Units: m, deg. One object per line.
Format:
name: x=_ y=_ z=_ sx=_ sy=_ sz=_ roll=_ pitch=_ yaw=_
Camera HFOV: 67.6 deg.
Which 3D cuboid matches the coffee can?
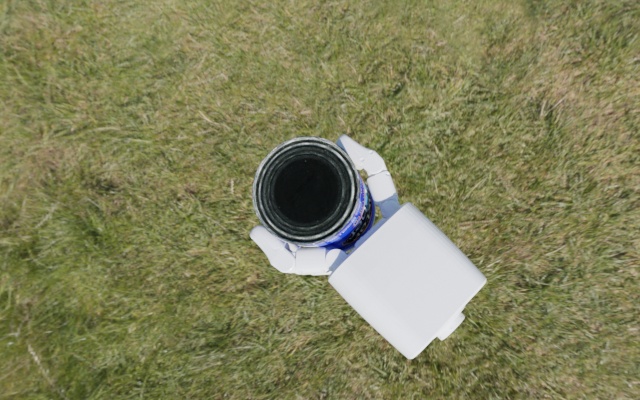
coffee can: x=0.000 y=0.001 z=0.503 sx=0.103 sy=0.103 sz=0.140 roll=0 pitch=-9 yaw=12
